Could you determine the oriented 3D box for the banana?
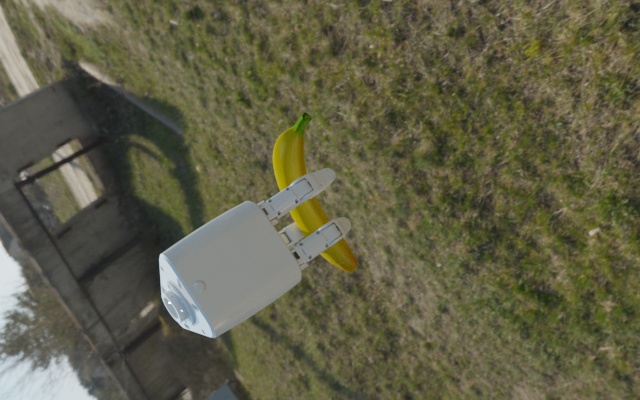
[{"bbox_3d":[-0.013,-0.001,0.567,0.037,0.198,0.069,-32,20,-38],"label":"banana"}]
